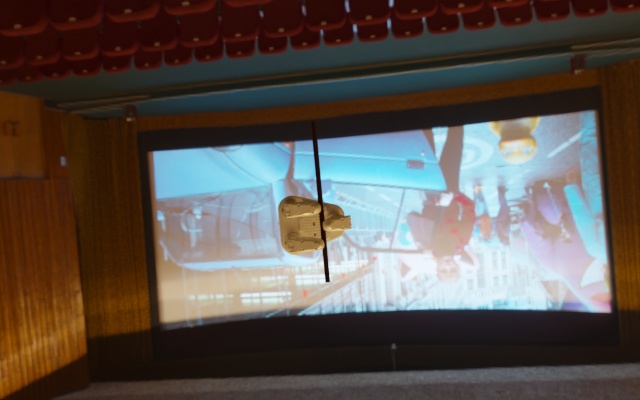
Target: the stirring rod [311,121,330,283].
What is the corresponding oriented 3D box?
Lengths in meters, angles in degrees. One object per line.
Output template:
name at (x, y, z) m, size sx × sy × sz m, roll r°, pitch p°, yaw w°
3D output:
stirring rod at (0.000, 0.002, 0.714) m, size 0.011 × 0.239 × 0.011 m, roll -5°, pitch 1°, yaw 0°
